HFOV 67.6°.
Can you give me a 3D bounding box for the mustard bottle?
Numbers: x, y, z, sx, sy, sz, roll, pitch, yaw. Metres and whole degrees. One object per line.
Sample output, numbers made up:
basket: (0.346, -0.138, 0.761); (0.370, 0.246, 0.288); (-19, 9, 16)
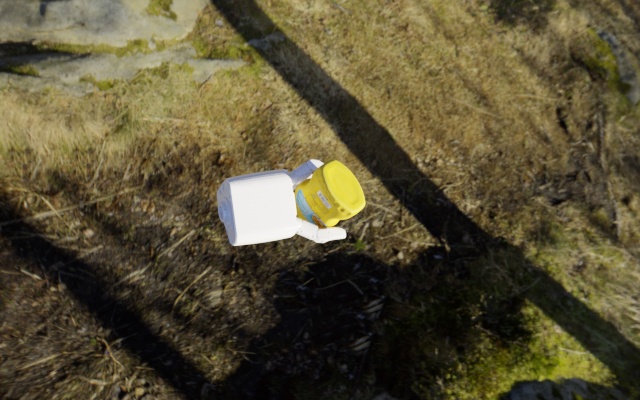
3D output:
mustard bottle: (0.001, 0.003, 0.841); (0.058, 0.096, 0.192); (-37, 1, -29)
